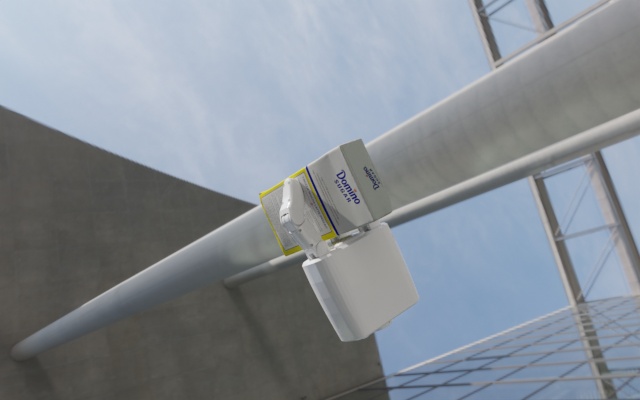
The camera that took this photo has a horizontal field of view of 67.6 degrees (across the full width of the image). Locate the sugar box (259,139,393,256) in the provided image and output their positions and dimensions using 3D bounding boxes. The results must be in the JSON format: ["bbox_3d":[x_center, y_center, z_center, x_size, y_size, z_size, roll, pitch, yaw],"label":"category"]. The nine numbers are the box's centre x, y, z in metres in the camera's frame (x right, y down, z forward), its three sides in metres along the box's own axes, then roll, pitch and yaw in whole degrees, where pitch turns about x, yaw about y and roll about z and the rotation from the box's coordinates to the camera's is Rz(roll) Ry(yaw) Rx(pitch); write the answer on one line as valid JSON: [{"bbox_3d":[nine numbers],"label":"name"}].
[{"bbox_3d":[0.000,0.002,0.585,0.048,0.093,0.176,-24,-1,-45],"label":"sugar box"}]
